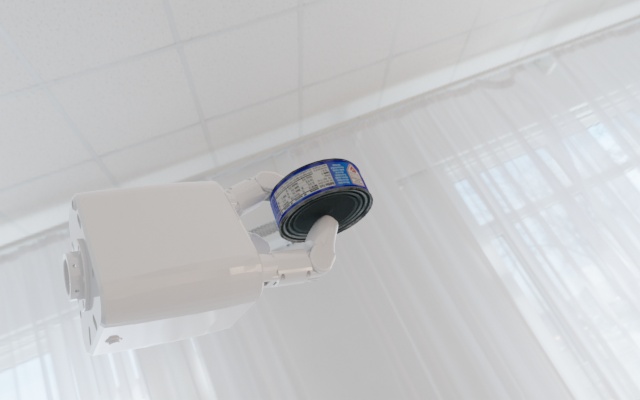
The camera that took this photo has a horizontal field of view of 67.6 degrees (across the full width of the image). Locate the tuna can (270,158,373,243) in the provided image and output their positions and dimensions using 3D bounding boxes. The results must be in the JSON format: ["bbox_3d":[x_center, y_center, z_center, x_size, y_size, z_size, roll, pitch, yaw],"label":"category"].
[{"bbox_3d":[0.000,0.001,0.417,0.086,0.033,0.086,-17,-27,-9],"label":"tuna can"}]
